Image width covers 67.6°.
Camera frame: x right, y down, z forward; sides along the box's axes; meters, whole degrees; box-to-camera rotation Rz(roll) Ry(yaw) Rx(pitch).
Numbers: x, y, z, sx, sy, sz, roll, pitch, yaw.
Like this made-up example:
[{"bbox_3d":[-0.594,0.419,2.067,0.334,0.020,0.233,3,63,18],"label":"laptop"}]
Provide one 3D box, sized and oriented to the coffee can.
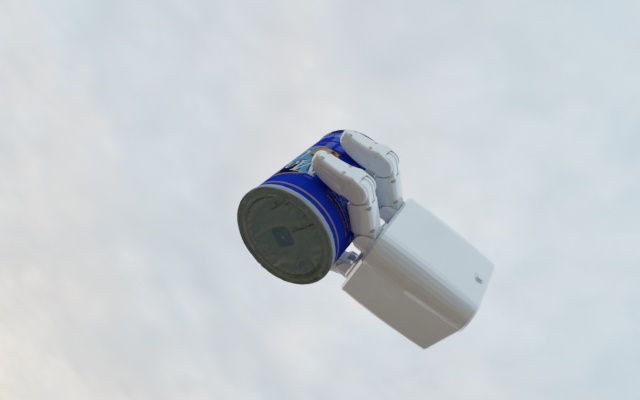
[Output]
[{"bbox_3d":[0.000,0.002,0.477,0.103,0.103,0.140,0,28,34],"label":"coffee can"}]
